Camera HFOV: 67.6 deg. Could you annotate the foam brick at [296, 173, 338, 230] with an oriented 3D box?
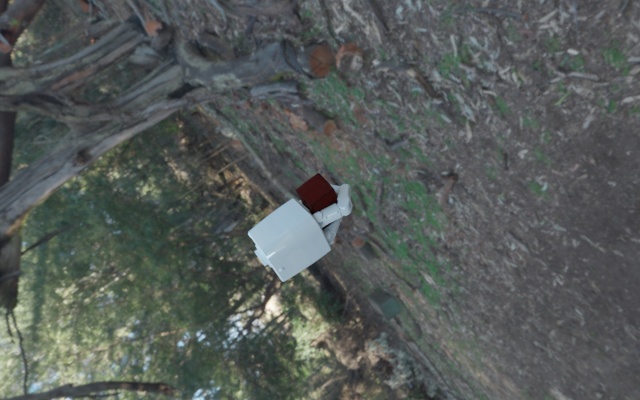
[{"bbox_3d":[0.000,0.002,0.846,0.051,0.078,0.053,-35,48,-9],"label":"foam brick"}]
